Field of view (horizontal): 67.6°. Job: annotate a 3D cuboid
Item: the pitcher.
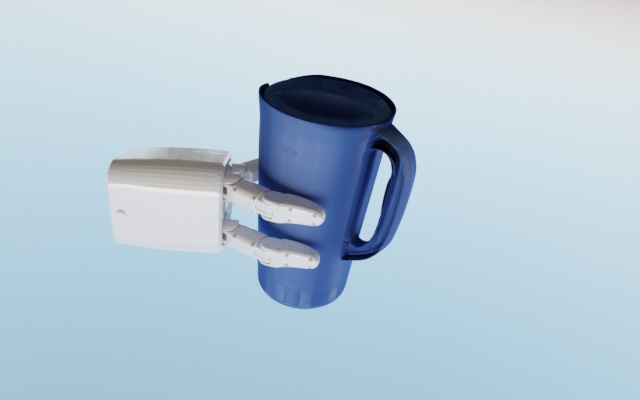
[{"bbox_3d":[0.000,0.002,0.510,0.145,0.243,0.149,4,32,-8],"label":"pitcher"}]
